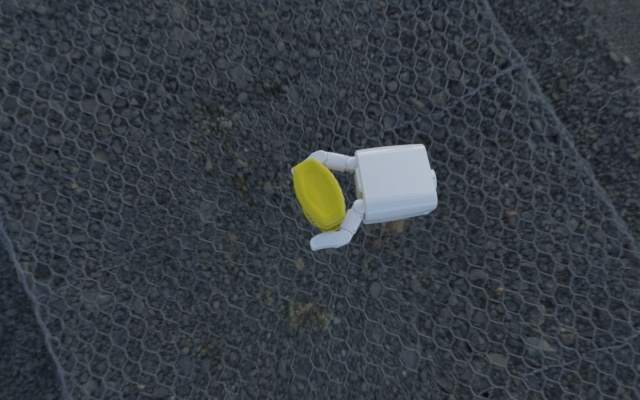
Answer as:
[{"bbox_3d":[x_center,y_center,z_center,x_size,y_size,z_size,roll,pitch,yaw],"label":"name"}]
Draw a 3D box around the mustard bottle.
[{"bbox_3d":[0.000,0.002,0.723,0.058,0.096,0.192,-30,-8,-3],"label":"mustard bottle"}]
